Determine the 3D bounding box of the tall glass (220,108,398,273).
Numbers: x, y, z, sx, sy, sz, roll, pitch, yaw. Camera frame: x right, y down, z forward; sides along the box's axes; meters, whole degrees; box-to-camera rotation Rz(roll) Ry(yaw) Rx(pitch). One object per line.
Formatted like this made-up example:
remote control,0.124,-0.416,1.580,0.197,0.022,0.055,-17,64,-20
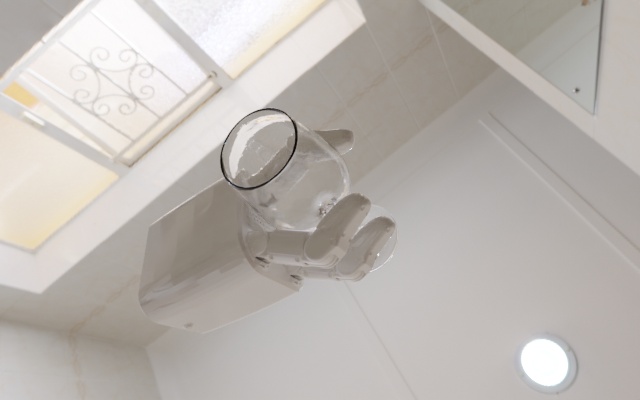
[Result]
tall glass,0.000,0.001,0.402,0.079,0.079,0.201,0,-22,27
